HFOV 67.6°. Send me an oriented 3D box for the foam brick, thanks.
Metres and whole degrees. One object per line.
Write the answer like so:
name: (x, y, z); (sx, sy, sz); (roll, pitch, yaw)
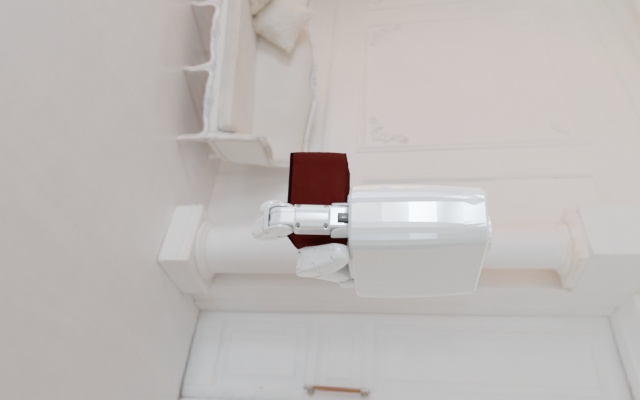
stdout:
foam brick: (0.000, 0.001, 0.433); (0.051, 0.078, 0.053); (-1, -20, 9)
